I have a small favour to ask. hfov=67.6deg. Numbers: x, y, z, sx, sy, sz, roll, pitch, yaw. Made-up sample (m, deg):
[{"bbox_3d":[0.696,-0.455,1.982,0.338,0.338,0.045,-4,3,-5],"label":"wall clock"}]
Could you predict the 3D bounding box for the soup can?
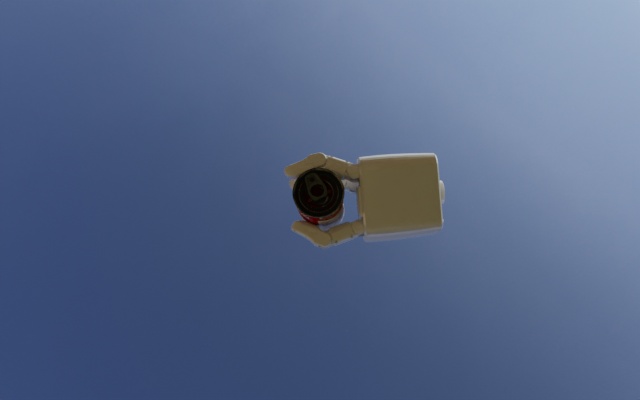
[{"bbox_3d":[0.000,0.002,0.666,0.068,0.068,0.102,0,-15,3],"label":"soup can"}]
